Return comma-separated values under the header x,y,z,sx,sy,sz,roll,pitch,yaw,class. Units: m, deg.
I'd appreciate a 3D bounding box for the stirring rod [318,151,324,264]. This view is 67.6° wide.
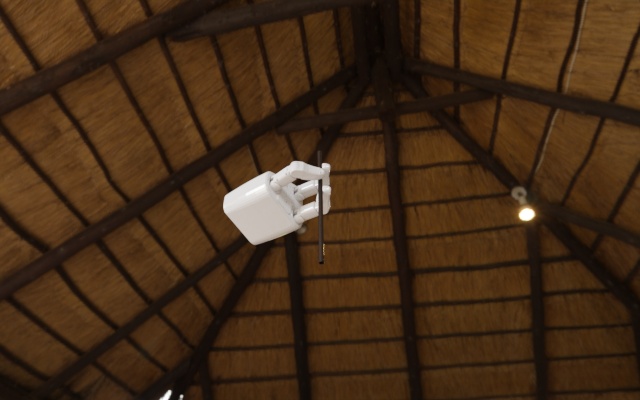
x,y,z,sx,sy,sz,roll,pitch,yaw,class
0.000,0.003,0.792,0.011,0.239,0.011,-1,-41,0,stirring rod
